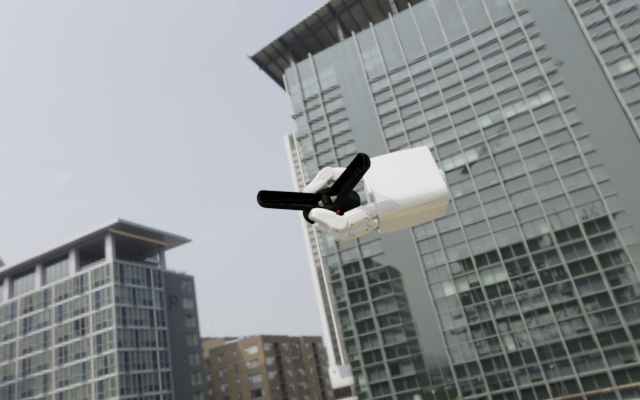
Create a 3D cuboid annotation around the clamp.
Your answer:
[{"bbox_3d":[0.000,0.002,0.729,0.164,0.036,0.210,-17,-22,1],"label":"clamp"}]
